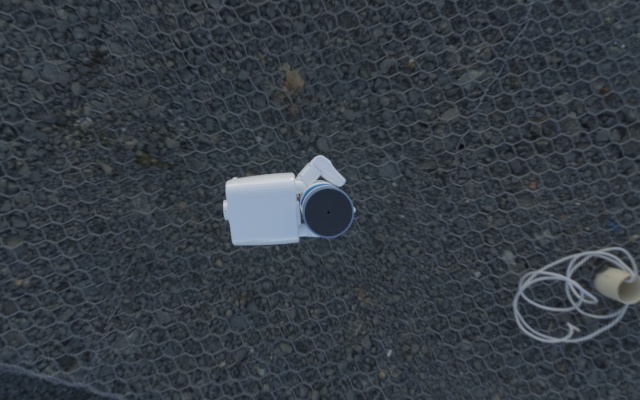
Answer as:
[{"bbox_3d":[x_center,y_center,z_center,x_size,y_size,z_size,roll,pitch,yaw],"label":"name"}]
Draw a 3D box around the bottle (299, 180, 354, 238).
[{"bbox_3d":[0.000,0.003,0.758,0.069,0.069,0.295,0,5,-4],"label":"bottle"}]
